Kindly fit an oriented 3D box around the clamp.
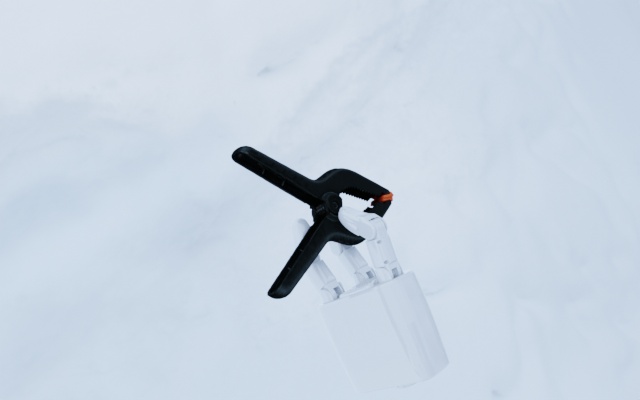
[{"bbox_3d":[0.001,0.002,0.550,0.210,0.164,0.036,-18,-5,-39],"label":"clamp"}]
